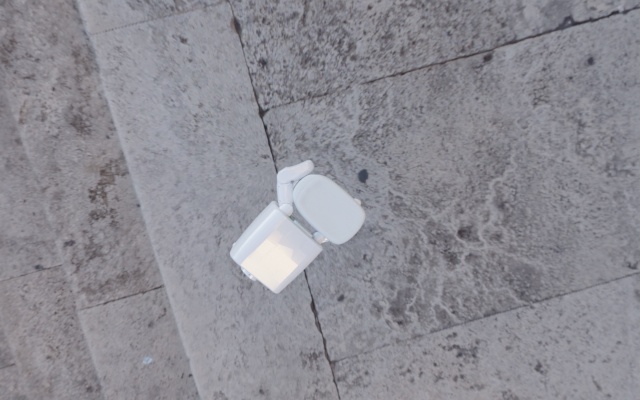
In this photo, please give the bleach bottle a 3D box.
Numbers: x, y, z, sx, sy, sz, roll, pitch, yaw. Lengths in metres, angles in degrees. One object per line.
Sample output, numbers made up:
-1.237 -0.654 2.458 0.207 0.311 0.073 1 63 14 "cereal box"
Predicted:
0.000 0.002 0.780 0.102 0.068 0.251 43 -1 -7 "bleach bottle"
